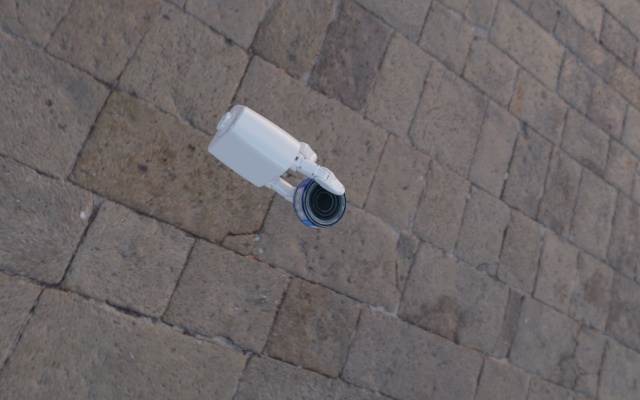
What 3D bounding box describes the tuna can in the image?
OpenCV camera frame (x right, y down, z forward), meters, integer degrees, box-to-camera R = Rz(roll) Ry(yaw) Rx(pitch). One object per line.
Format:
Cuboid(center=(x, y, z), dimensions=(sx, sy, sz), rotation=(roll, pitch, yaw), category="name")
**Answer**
Cuboid(center=(0.000, 0.003, 0.781), dimensions=(0.086, 0.086, 0.034), rotation=(0, -3, -32), category="tuna can")
